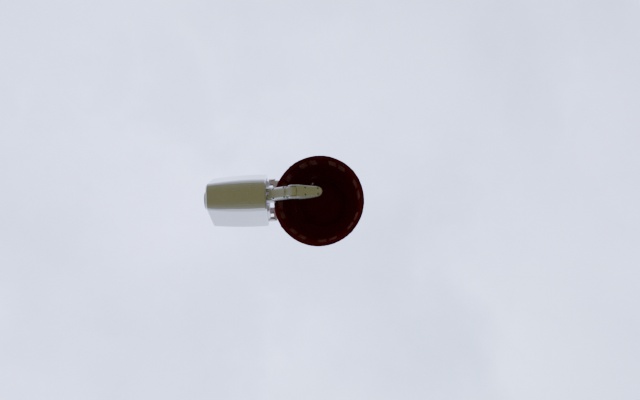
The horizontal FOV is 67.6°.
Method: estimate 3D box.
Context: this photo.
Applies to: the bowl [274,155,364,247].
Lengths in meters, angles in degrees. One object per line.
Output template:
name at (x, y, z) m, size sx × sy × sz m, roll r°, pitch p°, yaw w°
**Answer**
bowl at (0.002, 0.003, 0.863) m, size 0.162 × 0.162 × 0.055 m, roll 0°, pitch -7°, yaw 9°
